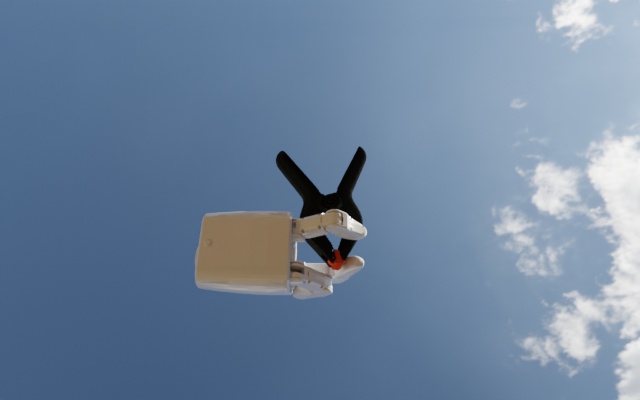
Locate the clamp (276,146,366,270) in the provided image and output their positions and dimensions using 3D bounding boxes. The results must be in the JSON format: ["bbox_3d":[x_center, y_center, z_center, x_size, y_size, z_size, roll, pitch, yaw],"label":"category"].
[{"bbox_3d":[0.000,0.002,0.608,0.120,0.171,0.039,1,-29,1],"label":"clamp"}]
